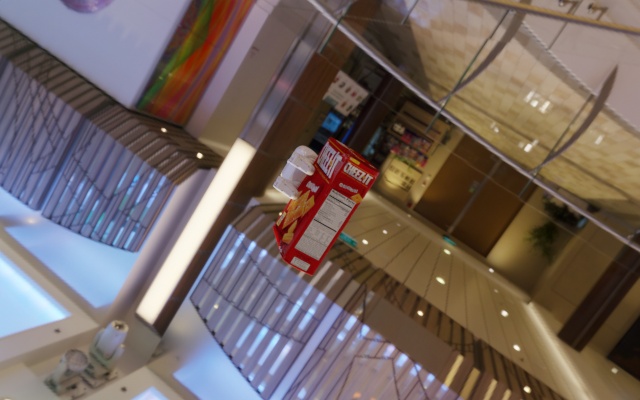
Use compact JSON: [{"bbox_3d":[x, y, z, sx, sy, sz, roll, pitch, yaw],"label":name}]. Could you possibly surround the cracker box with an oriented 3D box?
[{"bbox_3d":[0.000,0.003,0.859,0.072,0.214,0.164,29,10,-18],"label":"cracker box"}]
